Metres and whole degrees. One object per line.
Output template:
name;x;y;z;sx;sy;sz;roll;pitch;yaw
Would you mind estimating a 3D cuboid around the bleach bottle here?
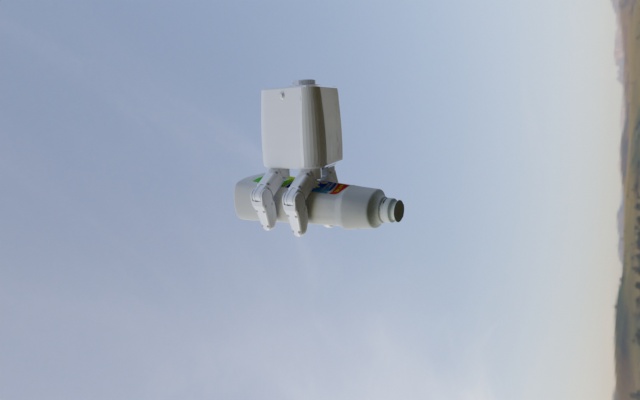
bleach bottle;0.000;0.002;0.664;0.251;0.068;0.102;5;14;36
